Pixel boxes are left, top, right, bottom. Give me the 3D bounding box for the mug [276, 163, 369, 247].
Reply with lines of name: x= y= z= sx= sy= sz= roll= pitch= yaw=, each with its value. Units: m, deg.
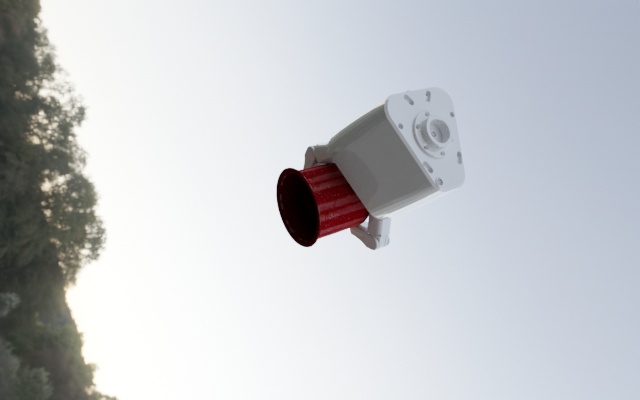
mug: x=0.000 y=0.002 z=0.571 sx=0.081 sy=0.093 sz=0.117 roll=-16 pitch=-5 yaw=-31
